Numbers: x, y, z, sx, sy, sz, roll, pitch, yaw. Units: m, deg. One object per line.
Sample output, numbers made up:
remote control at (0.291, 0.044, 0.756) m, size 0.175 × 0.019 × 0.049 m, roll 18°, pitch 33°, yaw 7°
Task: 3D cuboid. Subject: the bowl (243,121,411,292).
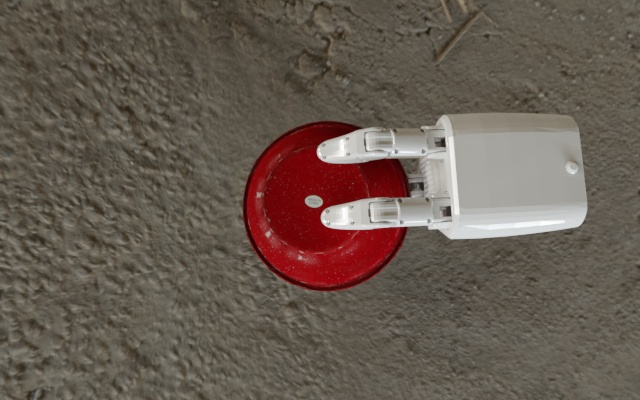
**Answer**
bowl at (-0.001, 0.002, 0.426) m, size 0.162 × 0.162 × 0.055 m, roll 0°, pitch -6°, yaw 9°
